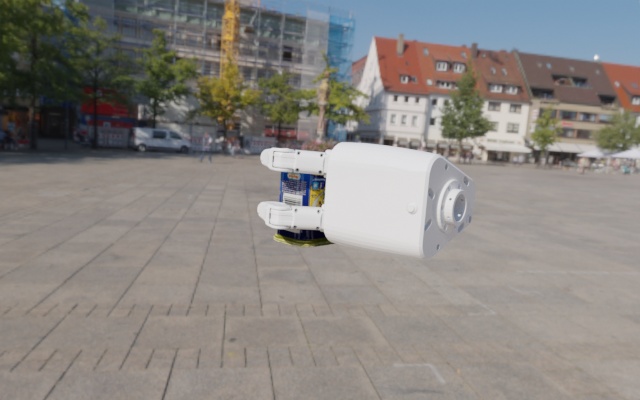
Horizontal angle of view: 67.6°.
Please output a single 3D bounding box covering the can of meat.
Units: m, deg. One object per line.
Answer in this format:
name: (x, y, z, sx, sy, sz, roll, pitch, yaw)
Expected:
can of meat: (0.000, 0.001, 0.528, 0.057, 0.084, 0.102, 11, 10, 43)
